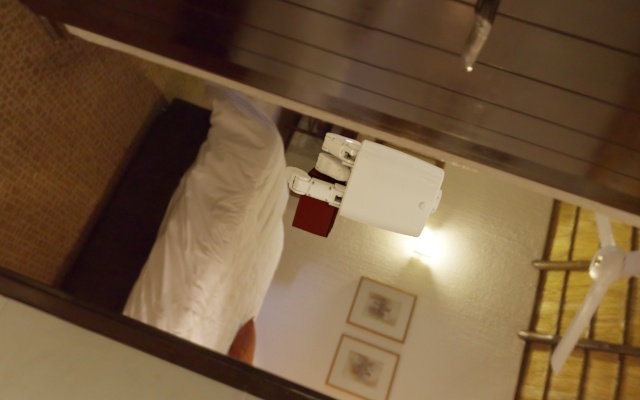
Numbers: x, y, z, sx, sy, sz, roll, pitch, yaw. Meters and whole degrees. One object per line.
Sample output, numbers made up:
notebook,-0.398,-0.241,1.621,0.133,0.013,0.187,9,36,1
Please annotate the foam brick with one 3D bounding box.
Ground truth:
foam brick,0.000,0.002,0.641,0.051,0.078,0.053,19,16,5
